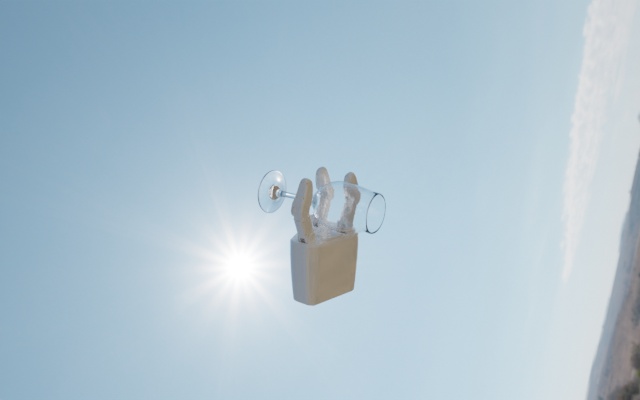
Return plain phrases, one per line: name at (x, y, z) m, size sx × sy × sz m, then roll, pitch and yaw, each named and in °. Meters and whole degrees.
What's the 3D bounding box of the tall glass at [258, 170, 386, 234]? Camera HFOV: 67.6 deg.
tall glass at (0.000, 0.002, 0.758) m, size 0.201 × 0.079 × 0.079 m, roll 12°, pitch 6°, yaw 32°
